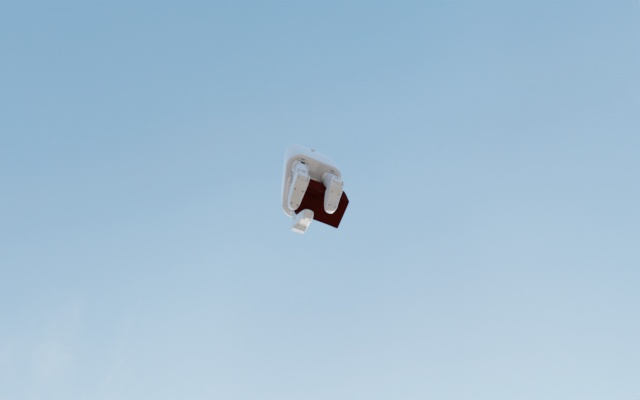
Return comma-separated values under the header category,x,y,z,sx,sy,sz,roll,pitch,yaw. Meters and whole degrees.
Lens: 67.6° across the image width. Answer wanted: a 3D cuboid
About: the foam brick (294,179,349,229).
category,x,y,z,sx,sy,sz,roll,pitch,yaw
foam brick,0.000,0.003,0.788,0.078,0.053,0.051,21,17,-14
